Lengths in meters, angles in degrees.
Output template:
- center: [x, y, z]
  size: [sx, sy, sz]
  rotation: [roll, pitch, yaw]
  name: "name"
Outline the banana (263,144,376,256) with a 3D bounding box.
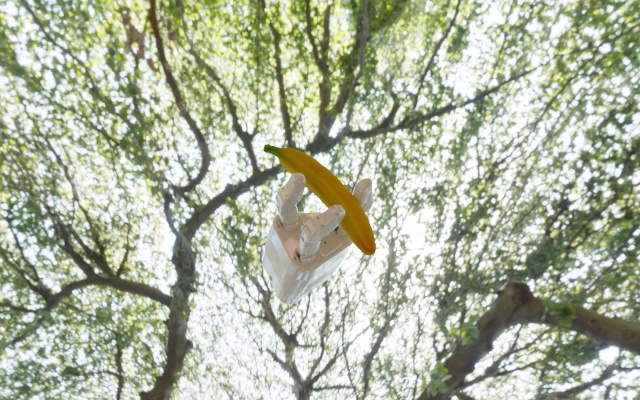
- center: [0.008, -0.006, 0.628]
  size: [0.069, 0.197, 0.037]
  rotation: [-32, -19, -51]
  name: "banana"
